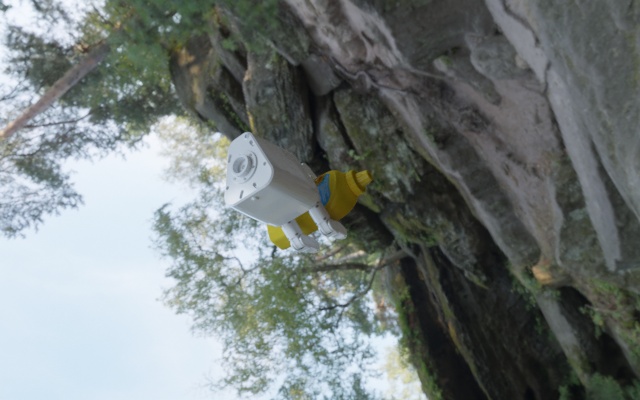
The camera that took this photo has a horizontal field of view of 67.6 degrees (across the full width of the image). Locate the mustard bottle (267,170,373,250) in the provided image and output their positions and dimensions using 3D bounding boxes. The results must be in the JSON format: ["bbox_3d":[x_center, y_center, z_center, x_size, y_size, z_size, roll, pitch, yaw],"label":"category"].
[{"bbox_3d":[0.000,0.003,0.781,0.192,0.096,0.058,-30,-54,24],"label":"mustard bottle"}]
